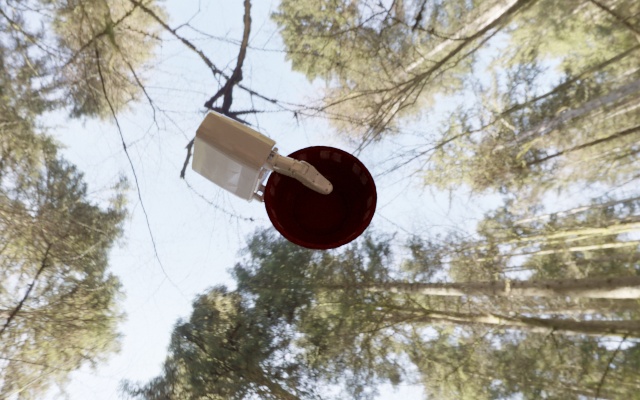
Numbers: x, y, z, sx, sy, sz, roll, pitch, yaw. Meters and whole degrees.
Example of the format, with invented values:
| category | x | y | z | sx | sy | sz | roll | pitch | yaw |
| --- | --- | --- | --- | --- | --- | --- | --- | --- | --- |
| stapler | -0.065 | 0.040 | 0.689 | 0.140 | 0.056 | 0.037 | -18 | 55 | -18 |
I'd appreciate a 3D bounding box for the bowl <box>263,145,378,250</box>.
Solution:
| category | x | y | z | sx | sy | sz | roll | pitch | yaw |
| --- | --- | --- | --- | --- | --- | --- | --- | --- | --- |
| bowl | 0.001 | 0.003 | 0.698 | 0.162 | 0.162 | 0.055 | 0 | -23 | -1 |
